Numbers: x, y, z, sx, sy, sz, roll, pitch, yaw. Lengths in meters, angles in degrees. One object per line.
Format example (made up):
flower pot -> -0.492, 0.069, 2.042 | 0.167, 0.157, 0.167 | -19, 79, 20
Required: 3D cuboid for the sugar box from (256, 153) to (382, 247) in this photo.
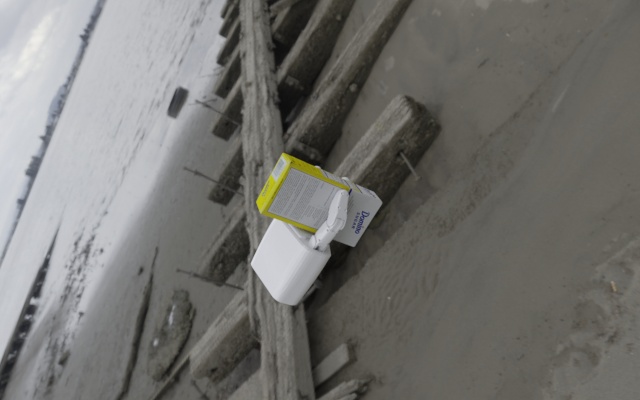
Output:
sugar box -> 0.000, 0.002, 0.747 | 0.176, 0.093, 0.048 | 22, 19, -30
